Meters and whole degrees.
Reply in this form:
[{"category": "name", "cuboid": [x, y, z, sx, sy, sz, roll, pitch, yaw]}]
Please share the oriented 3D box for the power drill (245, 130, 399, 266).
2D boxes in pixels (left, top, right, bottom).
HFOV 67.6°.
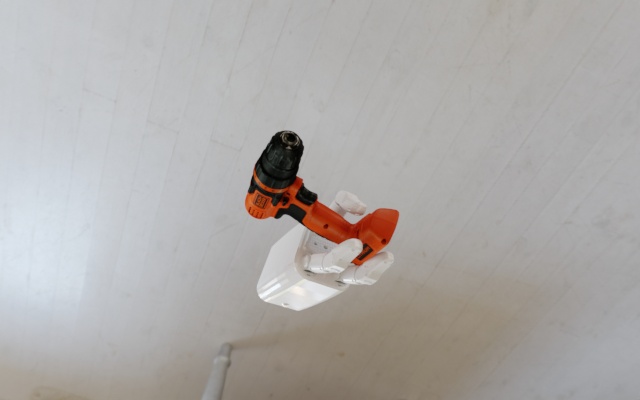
[{"category": "power drill", "cuboid": [0.000, 0.002, 0.601, 0.187, 0.057, 0.184, 29, -29, -4]}]
